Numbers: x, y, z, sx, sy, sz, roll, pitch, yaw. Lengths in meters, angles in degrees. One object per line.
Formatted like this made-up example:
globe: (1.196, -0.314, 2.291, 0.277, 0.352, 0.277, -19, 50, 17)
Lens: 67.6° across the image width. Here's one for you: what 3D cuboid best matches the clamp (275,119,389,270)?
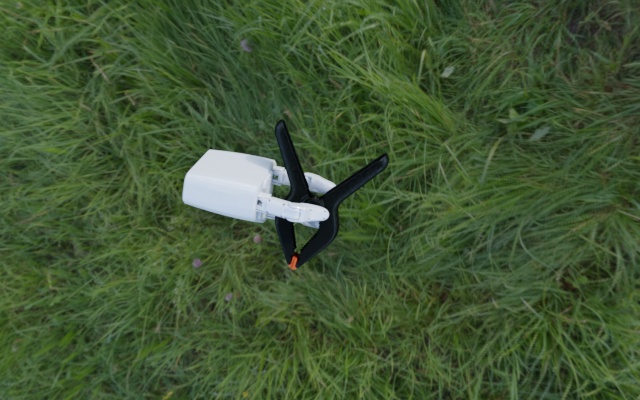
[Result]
clamp: (0.000, 0.003, 0.684, 0.164, 0.210, 0.036, 12, 14, 4)
